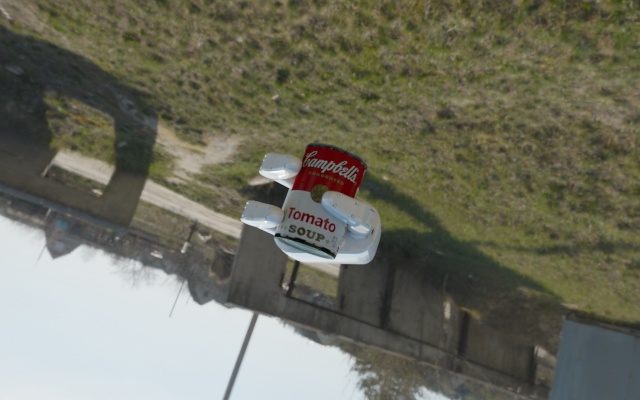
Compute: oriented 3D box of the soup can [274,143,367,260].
[{"bbox_3d":[0.000,0.002,0.488,0.068,0.102,0.068,19,-13,4],"label":"soup can"}]
